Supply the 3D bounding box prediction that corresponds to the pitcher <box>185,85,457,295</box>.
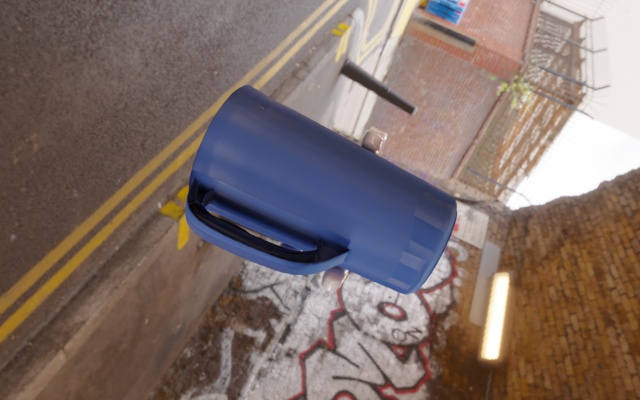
[{"bbox_3d":[0.000,0.001,0.470,0.243,0.149,0.145,26,0,5],"label":"pitcher"}]
